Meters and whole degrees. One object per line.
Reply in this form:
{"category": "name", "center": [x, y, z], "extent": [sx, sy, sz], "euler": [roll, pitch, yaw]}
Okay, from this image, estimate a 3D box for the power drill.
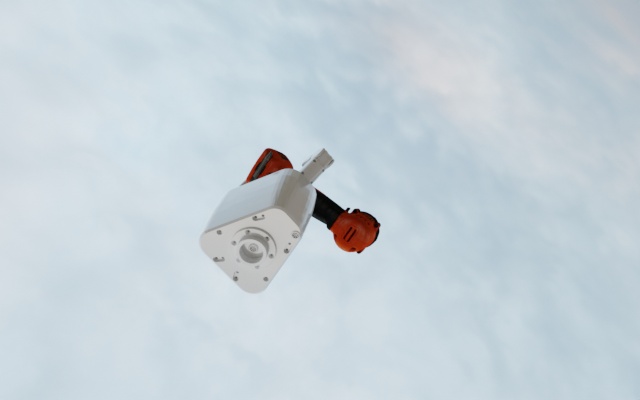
{"category": "power drill", "center": [0.000, 0.002, 0.668], "extent": [0.187, 0.057, 0.184], "euler": [33, 5, 10]}
